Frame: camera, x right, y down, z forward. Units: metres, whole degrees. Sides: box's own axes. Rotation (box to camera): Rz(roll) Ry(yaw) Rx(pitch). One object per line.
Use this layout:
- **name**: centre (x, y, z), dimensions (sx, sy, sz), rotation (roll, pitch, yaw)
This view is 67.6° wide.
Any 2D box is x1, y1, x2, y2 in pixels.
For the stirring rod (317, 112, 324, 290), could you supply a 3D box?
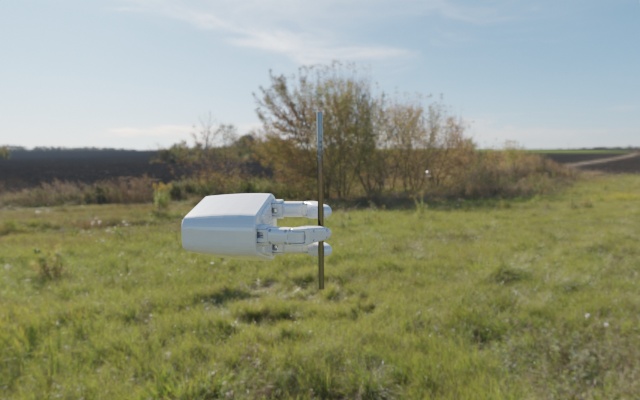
- **stirring rod**: centre (0.000, 0.002, 0.648), dimensions (0.011, 0.239, 0.011), rotation (-1, 5, 0)
